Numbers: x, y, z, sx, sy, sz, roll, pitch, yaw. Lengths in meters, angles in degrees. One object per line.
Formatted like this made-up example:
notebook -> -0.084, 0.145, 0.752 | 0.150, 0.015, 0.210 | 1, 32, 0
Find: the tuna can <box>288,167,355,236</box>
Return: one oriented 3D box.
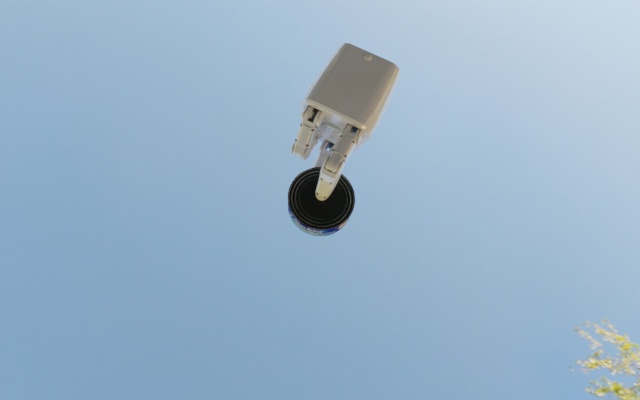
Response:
tuna can -> 0.000, 0.002, 0.617 | 0.086, 0.086, 0.034 | 0, -21, -5
